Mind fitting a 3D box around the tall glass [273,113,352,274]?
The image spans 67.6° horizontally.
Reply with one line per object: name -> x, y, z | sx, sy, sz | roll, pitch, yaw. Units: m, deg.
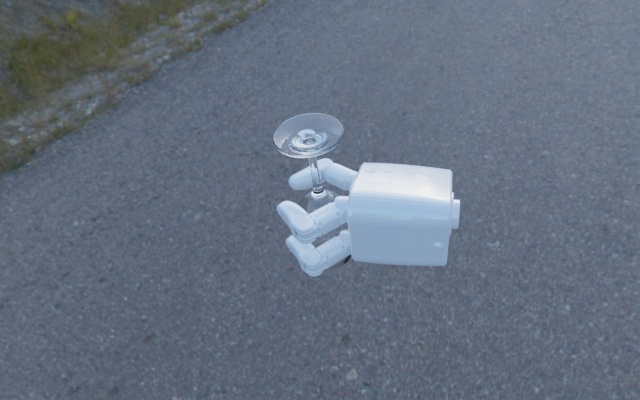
tall glass -> 0.000, 0.001, 0.561 | 0.079, 0.201, 0.079 | -5, 44, 5
